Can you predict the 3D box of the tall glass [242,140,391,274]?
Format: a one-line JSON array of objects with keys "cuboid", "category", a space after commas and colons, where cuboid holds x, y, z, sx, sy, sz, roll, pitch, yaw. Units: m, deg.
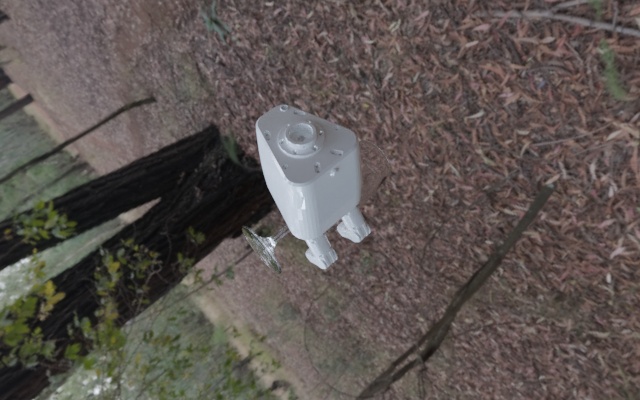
[{"cuboid": [0.000, 0.002, 0.616, 0.201, 0.079, 0.079, -39, 15, -19], "category": "tall glass"}]
